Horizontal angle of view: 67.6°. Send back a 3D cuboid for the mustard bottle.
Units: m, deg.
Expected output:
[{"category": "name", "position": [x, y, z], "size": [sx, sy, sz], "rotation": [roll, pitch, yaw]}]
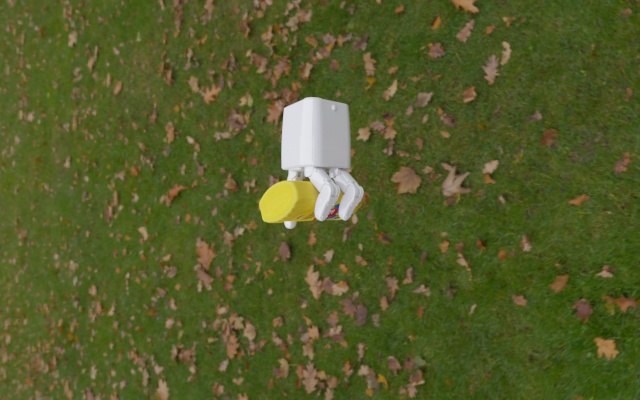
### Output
[{"category": "mustard bottle", "position": [0.000, 0.003, 0.797], "size": [0.191, 0.058, 0.096], "rotation": [0, -24, -44]}]
